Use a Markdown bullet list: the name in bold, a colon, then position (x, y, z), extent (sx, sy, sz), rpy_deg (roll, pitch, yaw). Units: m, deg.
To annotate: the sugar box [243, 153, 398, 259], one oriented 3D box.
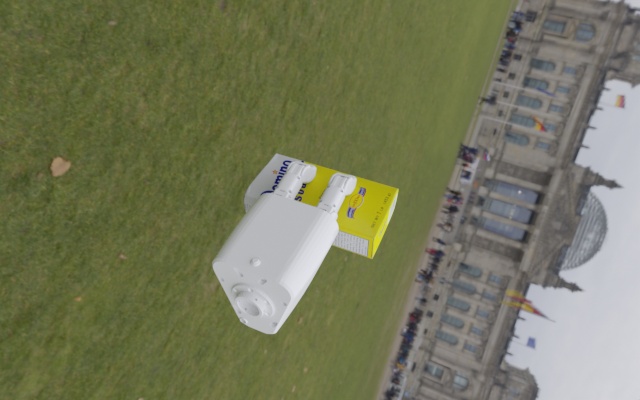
- **sugar box**: position (0.000, 0.002, 0.607), extent (0.176, 0.048, 0.093), rpy_deg (19, 48, 15)
